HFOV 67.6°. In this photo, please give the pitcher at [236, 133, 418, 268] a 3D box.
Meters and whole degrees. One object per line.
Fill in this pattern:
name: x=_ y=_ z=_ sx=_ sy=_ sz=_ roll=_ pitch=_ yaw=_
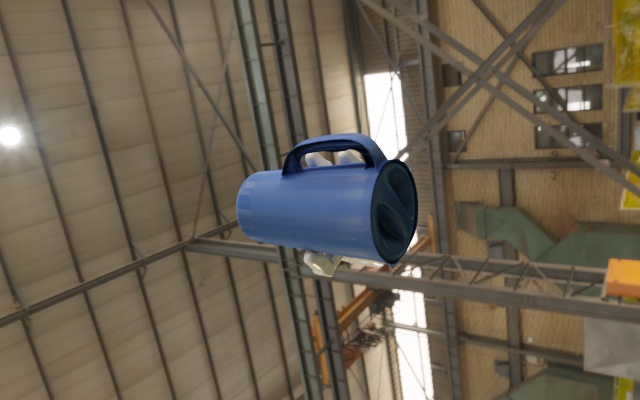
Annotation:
pitcher: x=0.000 y=0.002 z=0.661 sx=0.243 sy=0.149 sz=0.145 roll=2 pitch=-14 yaw=35
